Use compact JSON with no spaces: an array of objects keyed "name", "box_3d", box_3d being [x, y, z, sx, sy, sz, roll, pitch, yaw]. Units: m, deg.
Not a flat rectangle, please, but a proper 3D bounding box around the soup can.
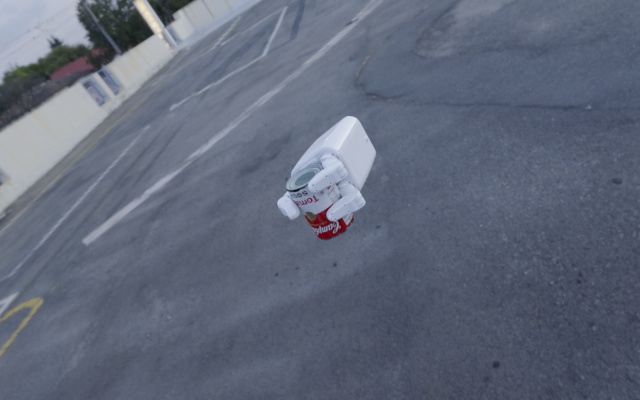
[{"name":"soup can","box_3d":[0.000,0.003,0.739,0.068,0.102,0.068,-26,26,14]}]
